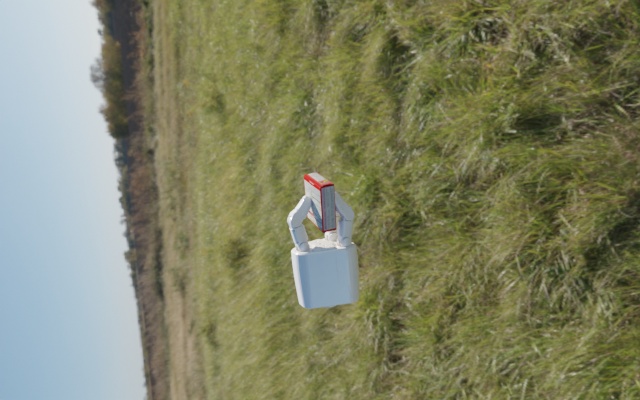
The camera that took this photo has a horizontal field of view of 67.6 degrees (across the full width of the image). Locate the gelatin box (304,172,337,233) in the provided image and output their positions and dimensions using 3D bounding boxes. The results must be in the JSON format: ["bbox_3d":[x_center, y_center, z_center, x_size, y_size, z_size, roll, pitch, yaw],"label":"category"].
[{"bbox_3d":[0.000,0.003,0.846,0.030,0.089,0.073,-14,25,-20],"label":"gelatin box"}]
